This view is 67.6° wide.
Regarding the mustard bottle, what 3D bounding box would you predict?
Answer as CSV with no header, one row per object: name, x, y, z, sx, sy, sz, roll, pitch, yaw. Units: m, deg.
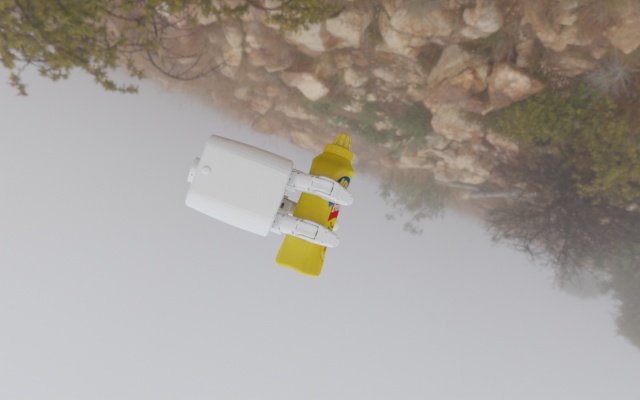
mustard bottle,0.000,0.002,0.629,0.058,0.191,0.096,17,-7,15
